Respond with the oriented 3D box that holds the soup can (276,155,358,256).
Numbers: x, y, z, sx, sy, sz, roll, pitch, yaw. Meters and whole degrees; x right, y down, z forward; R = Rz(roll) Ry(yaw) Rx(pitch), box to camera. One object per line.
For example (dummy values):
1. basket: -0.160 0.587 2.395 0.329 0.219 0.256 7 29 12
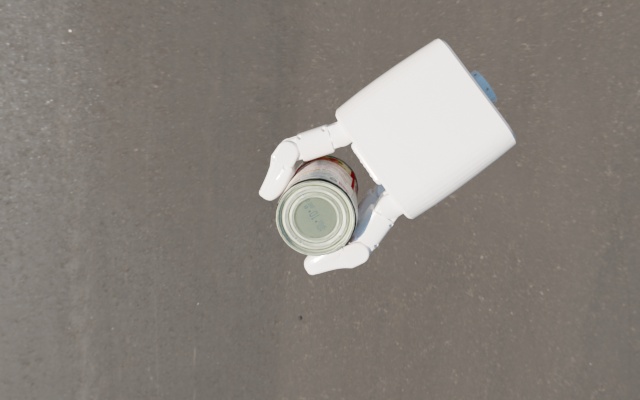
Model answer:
1. soup can: 0.000 0.002 0.432 0.068 0.068 0.102 0 16 5
